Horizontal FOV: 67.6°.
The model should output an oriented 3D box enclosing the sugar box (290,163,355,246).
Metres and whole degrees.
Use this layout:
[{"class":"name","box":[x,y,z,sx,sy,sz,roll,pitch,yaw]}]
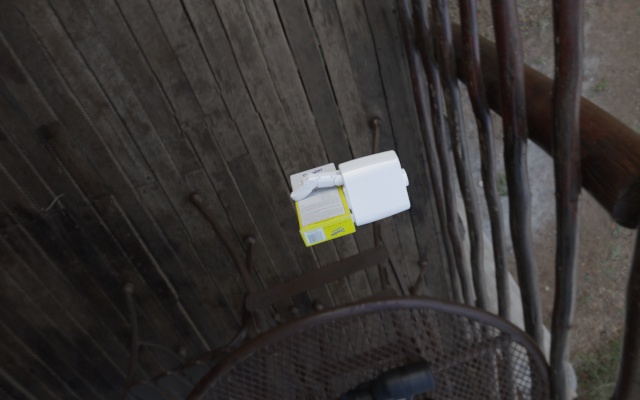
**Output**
[{"class":"sugar box","box":[0.000,0.003,0.889,0.093,0.048,0.176,-17,34,2]}]
